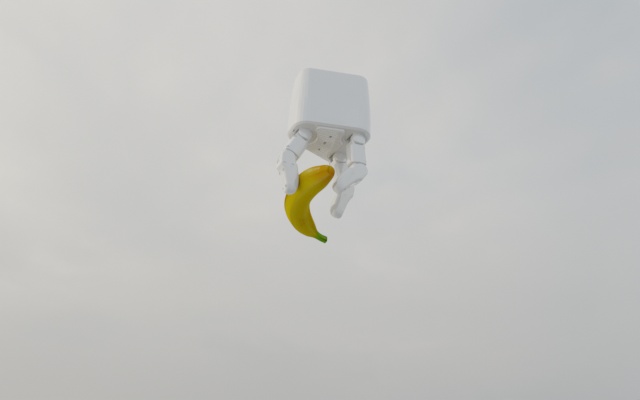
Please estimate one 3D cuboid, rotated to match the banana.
[{"bbox_3d":[-0.019,0.002,0.688,0.069,0.037,0.198,6,-30,1],"label":"banana"}]
